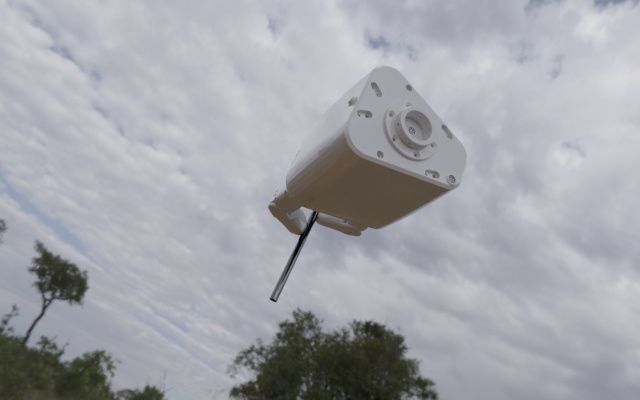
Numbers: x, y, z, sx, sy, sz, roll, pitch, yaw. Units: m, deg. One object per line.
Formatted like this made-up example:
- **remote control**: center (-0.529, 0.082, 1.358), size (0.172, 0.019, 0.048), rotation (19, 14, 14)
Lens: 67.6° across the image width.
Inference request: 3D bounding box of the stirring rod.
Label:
- **stirring rod**: center (0.000, 0.002, 0.518), size (0.011, 0.239, 0.011), rotation (19, -30, 12)
